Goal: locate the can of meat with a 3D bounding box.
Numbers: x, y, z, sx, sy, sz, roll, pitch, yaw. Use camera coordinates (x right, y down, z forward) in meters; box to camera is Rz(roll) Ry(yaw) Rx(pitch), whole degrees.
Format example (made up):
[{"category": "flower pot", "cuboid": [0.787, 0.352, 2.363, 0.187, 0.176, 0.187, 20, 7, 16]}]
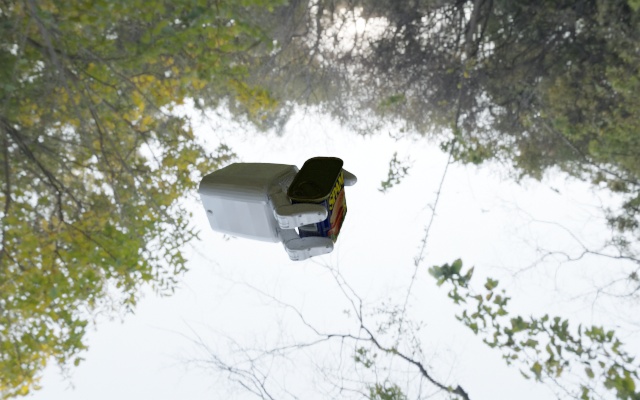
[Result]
[{"category": "can of meat", "cuboid": [0.000, 0.002, 0.641, 0.057, 0.084, 0.102, 4, 37, 18]}]
